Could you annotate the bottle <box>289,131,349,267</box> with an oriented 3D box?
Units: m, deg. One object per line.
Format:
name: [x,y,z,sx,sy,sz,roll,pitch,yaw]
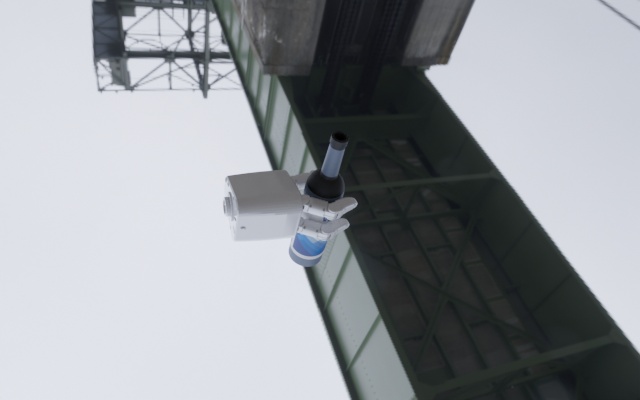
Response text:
bottle: [0.000,0.003,0.827,0.069,0.069,0.296,0,-43,-16]
